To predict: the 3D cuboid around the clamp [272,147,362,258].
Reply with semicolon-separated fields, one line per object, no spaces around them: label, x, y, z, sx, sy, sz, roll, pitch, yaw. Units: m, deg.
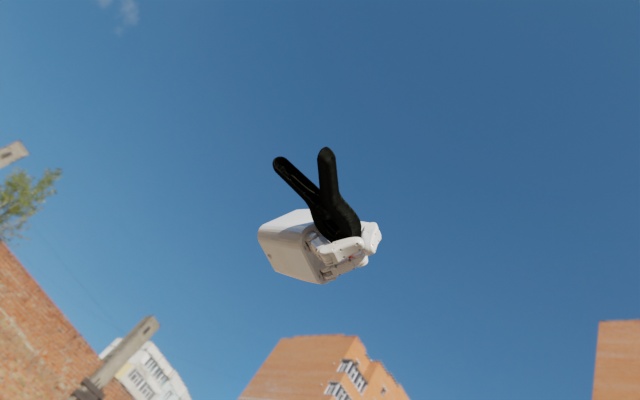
clamp;0.001;0.002;0.656;0.039;0.171;0.120;-36;28;-28
